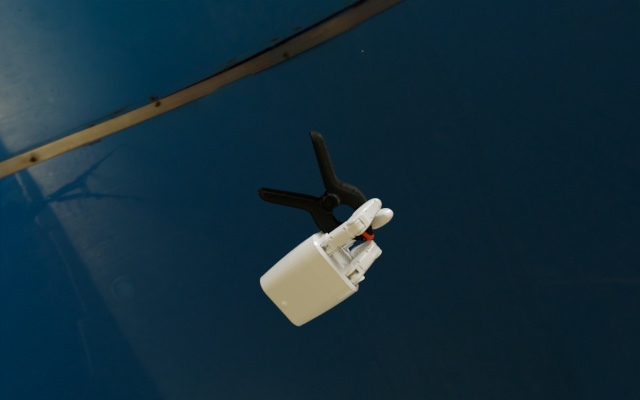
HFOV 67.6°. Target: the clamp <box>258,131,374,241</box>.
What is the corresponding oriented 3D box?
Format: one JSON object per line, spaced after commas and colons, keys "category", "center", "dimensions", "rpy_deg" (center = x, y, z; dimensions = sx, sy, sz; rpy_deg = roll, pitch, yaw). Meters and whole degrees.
{"category": "clamp", "center": [0.000, 0.002, 0.667], "dimensions": [0.120, 0.171, 0.039], "rpy_deg": [-37, 11, 16]}
